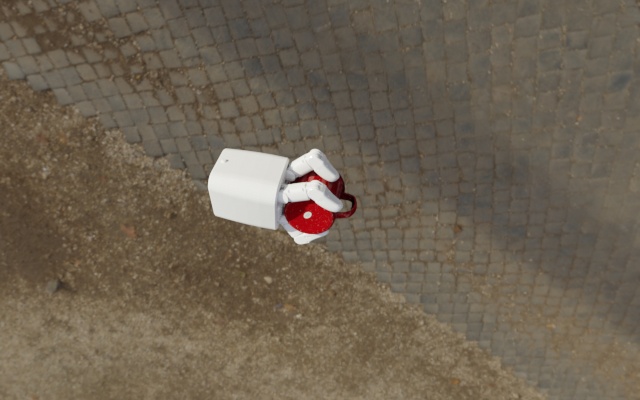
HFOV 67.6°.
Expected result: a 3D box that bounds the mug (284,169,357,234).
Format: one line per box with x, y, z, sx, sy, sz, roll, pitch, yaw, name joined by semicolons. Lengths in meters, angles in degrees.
0.001;0.003;0.766;0.117;0.093;0.081;12;41;2;mug
